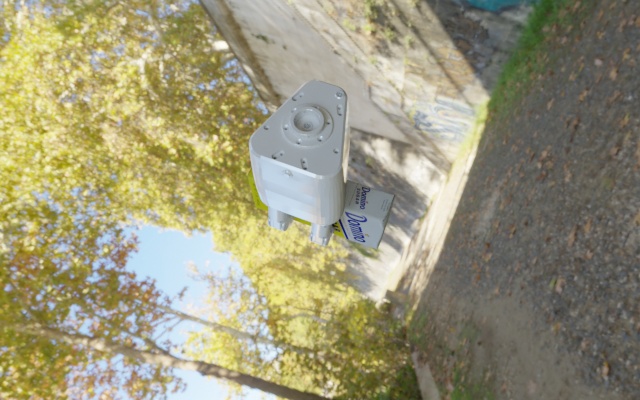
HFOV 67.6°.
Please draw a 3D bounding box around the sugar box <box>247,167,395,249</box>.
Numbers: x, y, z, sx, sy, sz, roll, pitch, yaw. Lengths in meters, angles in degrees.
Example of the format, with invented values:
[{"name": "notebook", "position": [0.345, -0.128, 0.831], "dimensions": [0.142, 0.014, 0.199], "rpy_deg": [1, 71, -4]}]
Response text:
[{"name": "sugar box", "position": [0.000, 0.002, 0.607], "dimensions": [0.176, 0.048, 0.093], "rpy_deg": [21, -24, 11]}]
